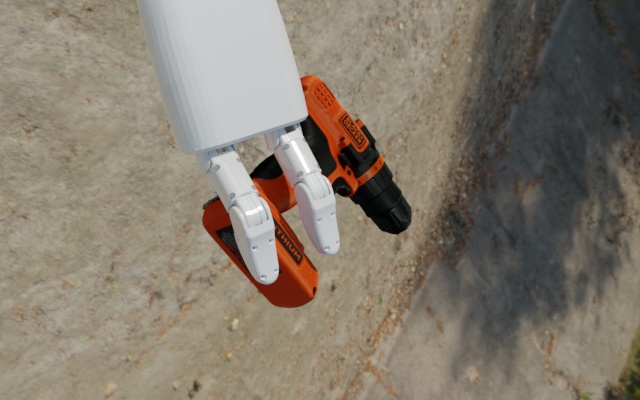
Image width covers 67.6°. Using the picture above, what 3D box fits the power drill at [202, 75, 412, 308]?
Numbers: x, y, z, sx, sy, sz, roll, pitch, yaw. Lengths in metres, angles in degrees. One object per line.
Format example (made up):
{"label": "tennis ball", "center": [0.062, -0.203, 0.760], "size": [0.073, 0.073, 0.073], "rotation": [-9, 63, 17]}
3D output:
{"label": "power drill", "center": [0.000, 0.001, 0.422], "size": [0.057, 0.184, 0.187], "rotation": [-25, 21, 43]}
